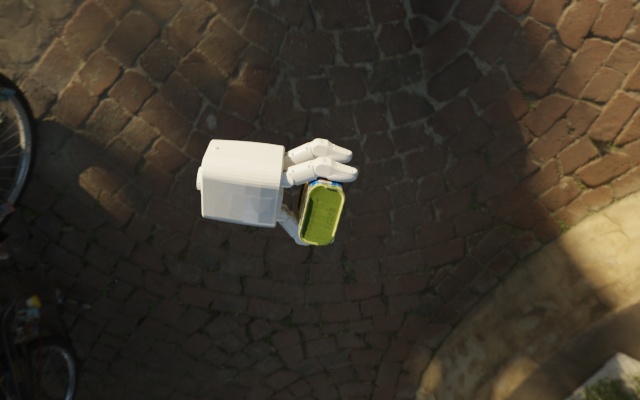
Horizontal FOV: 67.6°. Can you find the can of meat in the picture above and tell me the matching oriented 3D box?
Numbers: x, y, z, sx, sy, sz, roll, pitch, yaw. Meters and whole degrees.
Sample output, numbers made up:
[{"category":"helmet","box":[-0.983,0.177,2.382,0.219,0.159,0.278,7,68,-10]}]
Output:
[{"category":"can of meat","box":[0.000,0.002,0.683,0.057,0.102,0.084,10,28,-7]}]
